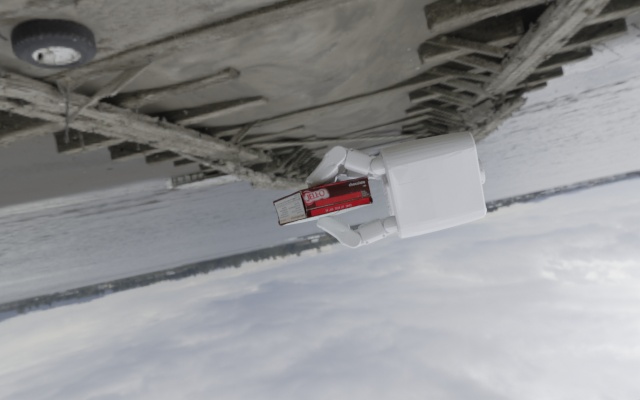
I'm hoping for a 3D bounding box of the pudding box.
[{"bbox_3d":[0.000,0.002,0.600,0.090,0.039,0.113,-11,-5,-23],"label":"pudding box"}]
